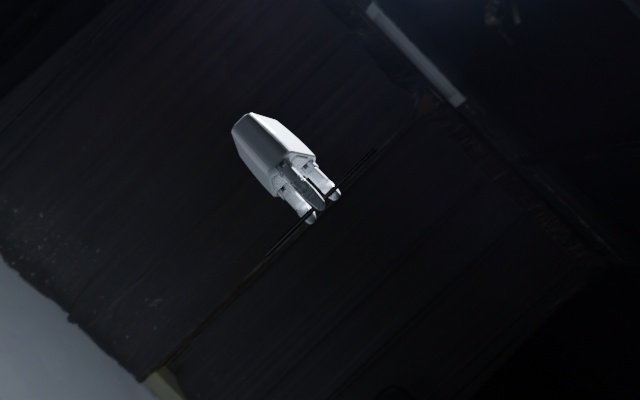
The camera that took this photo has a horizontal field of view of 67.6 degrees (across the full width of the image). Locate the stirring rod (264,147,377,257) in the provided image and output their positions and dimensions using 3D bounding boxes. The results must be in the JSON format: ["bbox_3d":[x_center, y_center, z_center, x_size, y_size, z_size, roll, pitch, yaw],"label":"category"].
[{"bbox_3d":[0.000,0.002,0.751,0.239,0.011,0.011,-44,-2,1],"label":"stirring rod"}]
